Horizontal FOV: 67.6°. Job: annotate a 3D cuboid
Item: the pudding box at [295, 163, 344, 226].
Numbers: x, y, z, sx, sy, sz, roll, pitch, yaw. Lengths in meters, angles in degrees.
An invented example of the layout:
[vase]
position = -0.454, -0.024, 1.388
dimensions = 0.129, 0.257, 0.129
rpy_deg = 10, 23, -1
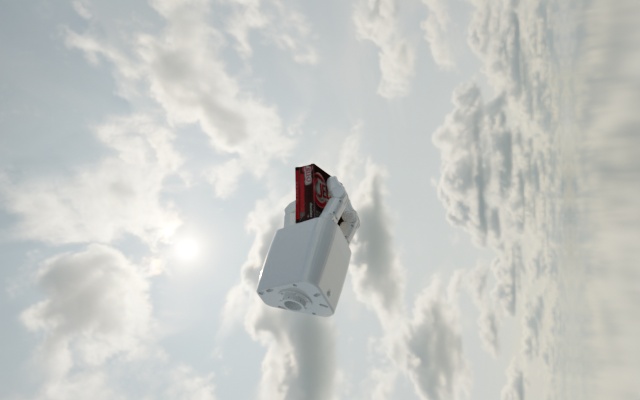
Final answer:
[pudding box]
position = 0.000, 0.003, 0.746
dimensions = 0.039, 0.090, 0.113
rpy_deg = -7, -17, 22
